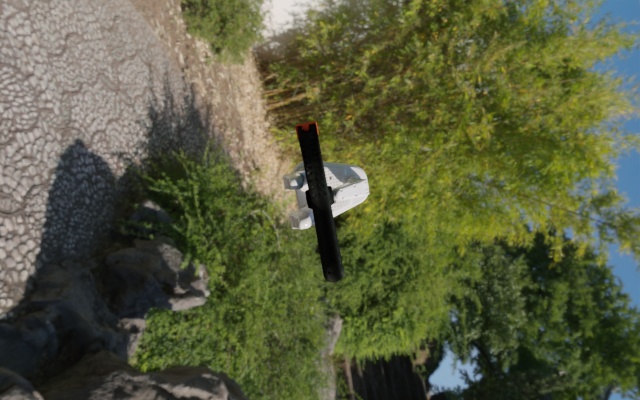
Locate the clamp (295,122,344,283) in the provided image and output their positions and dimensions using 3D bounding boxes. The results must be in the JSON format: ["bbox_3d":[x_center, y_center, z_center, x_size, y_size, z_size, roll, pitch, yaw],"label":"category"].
[{"bbox_3d":[0.001,0.001,0.625,0.036,0.210,0.164,-11,7,-1],"label":"clamp"}]
